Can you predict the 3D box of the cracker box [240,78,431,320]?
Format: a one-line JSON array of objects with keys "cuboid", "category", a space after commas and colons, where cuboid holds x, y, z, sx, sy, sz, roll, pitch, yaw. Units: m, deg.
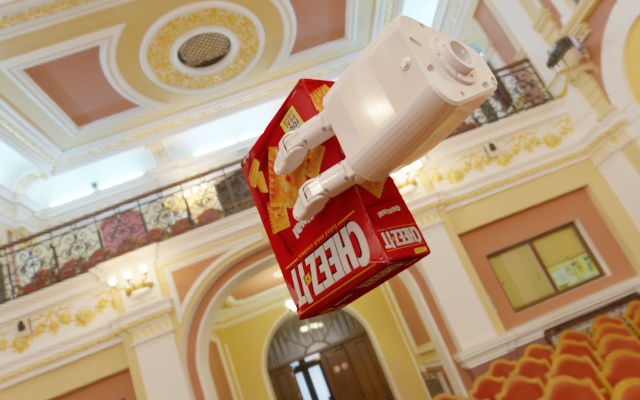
[{"cuboid": [0.000, 0.002, 0.528, 0.072, 0.213, 0.164, -6, -26, -39], "category": "cracker box"}]
